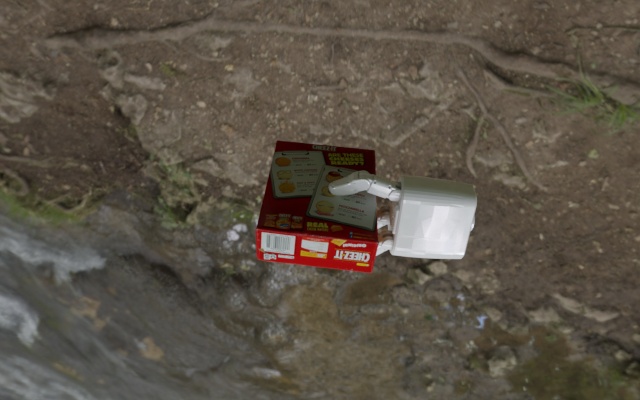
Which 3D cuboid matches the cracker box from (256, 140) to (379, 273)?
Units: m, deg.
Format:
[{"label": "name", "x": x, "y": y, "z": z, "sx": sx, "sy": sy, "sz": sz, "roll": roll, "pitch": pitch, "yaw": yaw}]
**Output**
[{"label": "cracker box", "x": 0.000, "y": 0.002, "z": 0.718, "sx": 0.164, "sy": 0.072, "sz": 0.213, "roll": 6, "pitch": 40, "yaw": -1}]
